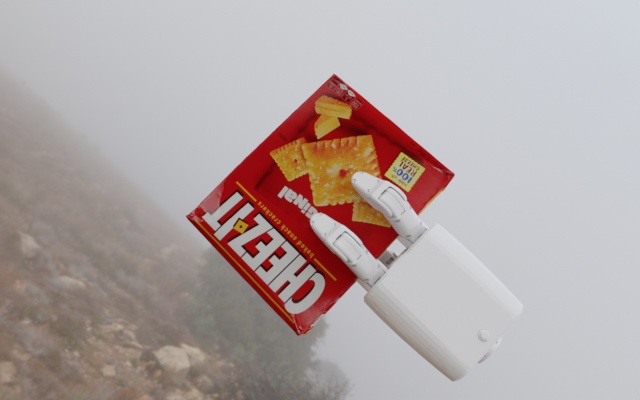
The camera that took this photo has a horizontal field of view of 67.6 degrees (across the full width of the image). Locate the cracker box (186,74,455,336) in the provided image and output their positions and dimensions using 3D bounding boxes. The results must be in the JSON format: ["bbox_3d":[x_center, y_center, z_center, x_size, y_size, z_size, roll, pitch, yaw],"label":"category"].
[{"bbox_3d":[0.000,0.002,0.485,0.164,0.213,0.072,44,-7,12],"label":"cracker box"}]
